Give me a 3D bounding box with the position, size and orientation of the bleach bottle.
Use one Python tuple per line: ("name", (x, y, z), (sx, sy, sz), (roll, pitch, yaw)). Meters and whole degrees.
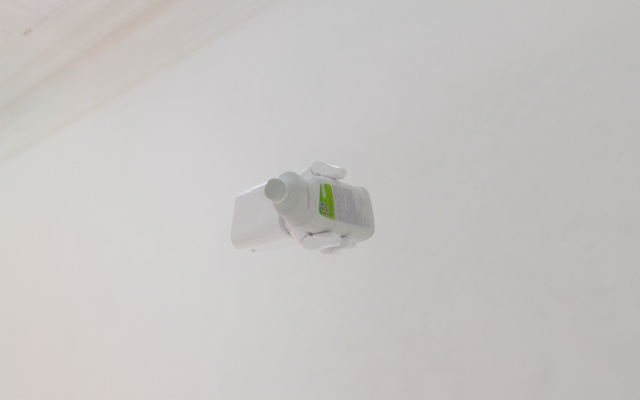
("bleach bottle", (0.000, 0.002, 0.731), (0.068, 0.102, 0.251), (-20, -21, 26))
